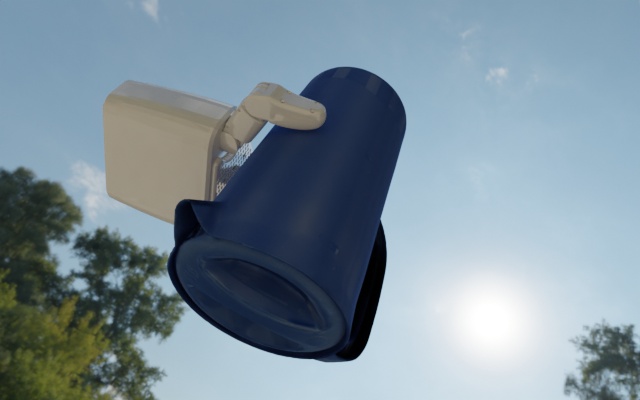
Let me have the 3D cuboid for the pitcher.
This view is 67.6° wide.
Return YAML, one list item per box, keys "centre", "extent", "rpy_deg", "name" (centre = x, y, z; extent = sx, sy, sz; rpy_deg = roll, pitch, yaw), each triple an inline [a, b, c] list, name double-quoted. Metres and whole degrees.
- centre: [0.000, 0.001, 0.400]
  extent: [0.145, 0.242, 0.149]
  rpy_deg: [18, -41, 10]
  name: "pitcher"
